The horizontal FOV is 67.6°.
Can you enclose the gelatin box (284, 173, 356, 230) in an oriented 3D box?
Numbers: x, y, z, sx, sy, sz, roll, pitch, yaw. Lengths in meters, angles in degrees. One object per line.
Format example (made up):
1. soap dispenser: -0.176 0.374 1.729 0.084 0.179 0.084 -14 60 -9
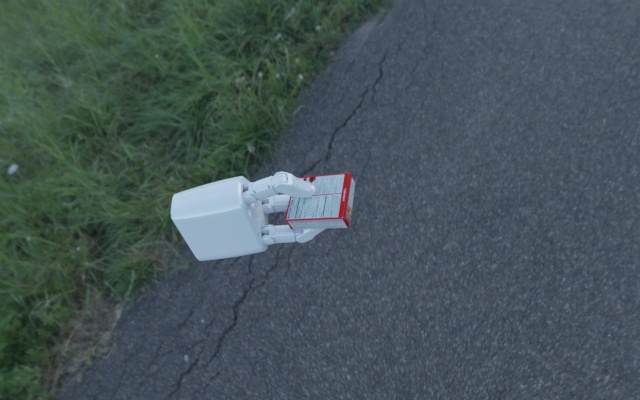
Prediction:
1. gelatin box: 0.000 0.002 0.663 0.089 0.073 0.030 -4 -34 22
